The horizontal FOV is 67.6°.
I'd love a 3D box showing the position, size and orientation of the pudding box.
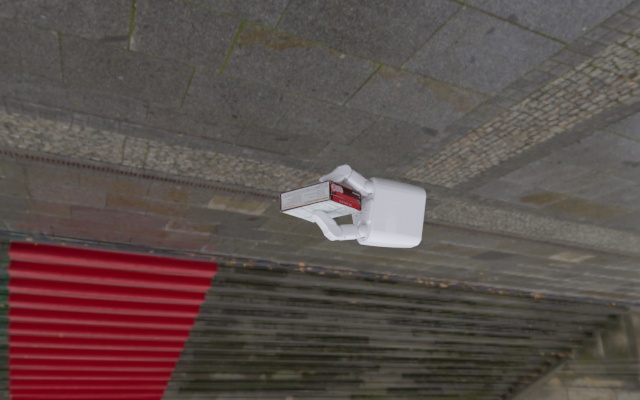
[{"bbox_3d":[0.000,0.003,0.814,0.113,0.039,0.090,-15,-23,36],"label":"pudding box"}]
